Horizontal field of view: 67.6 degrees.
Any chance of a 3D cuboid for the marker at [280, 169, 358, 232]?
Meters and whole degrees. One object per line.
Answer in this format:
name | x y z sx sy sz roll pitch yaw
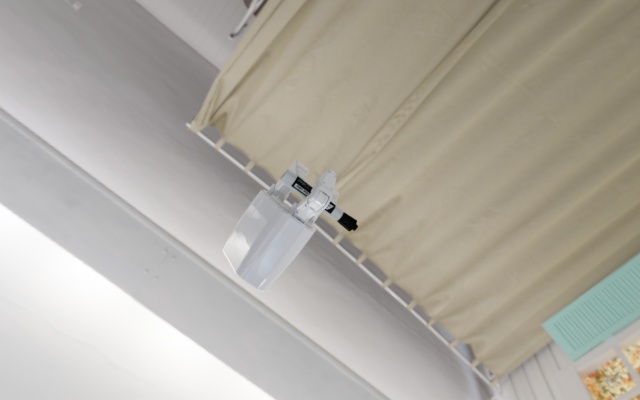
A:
marker | 0.000 0.002 0.621 0.121 0.020 0.020 37 -10 -13
